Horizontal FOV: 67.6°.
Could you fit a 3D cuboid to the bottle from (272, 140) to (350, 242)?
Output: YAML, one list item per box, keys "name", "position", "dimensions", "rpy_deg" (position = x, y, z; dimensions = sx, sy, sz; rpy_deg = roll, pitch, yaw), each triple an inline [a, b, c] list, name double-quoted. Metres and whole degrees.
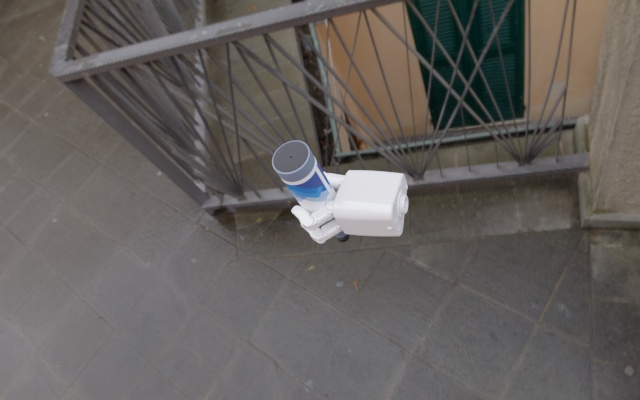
- name: "bottle"
  position: [0.000, 0.003, 0.889]
  dimensions: [0.069, 0.069, 0.296]
  rpy_deg: [0, -30, 22]
